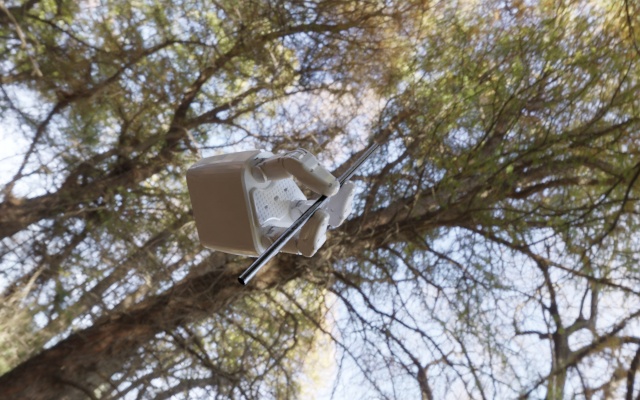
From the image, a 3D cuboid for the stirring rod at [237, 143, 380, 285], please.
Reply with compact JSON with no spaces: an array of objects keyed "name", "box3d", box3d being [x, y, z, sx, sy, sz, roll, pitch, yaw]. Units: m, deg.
[{"name":"stirring rod","box3d":[0.000,0.002,0.465,0.011,0.011,0.239,0,32,39]}]
